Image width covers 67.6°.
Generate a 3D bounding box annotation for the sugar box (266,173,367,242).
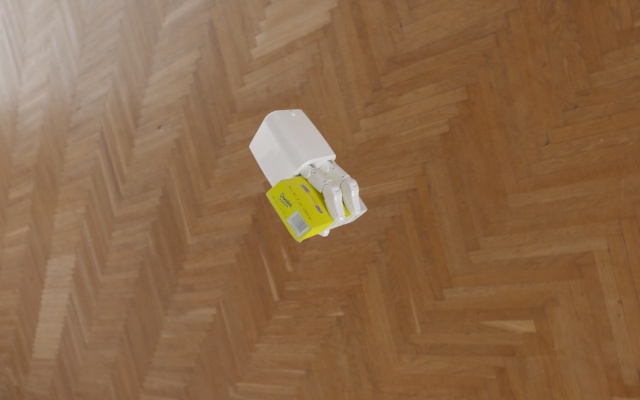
[{"bbox_3d":[0.000,0.002,0.784,0.048,0.093,0.176,-41,-13,34],"label":"sugar box"}]
